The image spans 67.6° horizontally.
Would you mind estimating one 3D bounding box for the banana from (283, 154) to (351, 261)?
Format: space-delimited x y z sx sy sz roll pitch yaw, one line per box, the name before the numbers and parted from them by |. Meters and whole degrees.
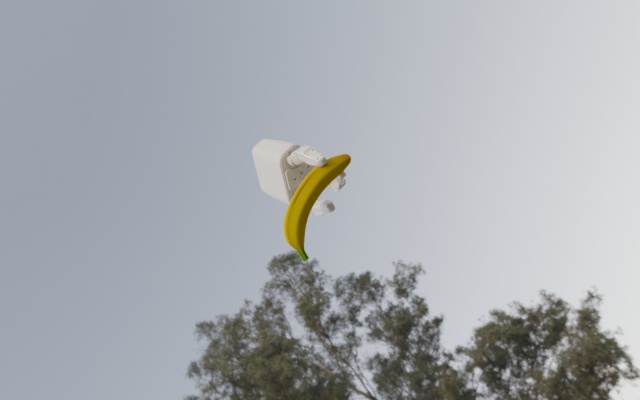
banana | -0.014 -0.002 0.799 0.070 0.198 0.037 30 -8 -39
